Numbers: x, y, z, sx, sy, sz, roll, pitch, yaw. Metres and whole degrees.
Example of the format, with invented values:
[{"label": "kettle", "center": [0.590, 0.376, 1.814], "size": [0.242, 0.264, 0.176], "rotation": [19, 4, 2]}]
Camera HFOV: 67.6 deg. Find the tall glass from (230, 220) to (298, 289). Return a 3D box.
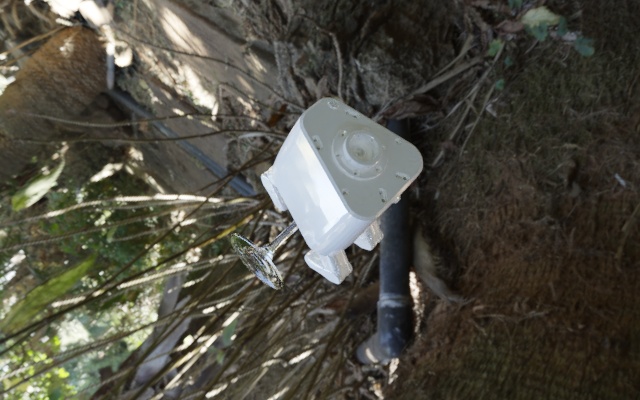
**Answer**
[{"label": "tall glass", "center": [0.000, 0.002, 0.527], "size": [0.201, 0.079, 0.079], "rotation": [-43, 22, -26]}]
